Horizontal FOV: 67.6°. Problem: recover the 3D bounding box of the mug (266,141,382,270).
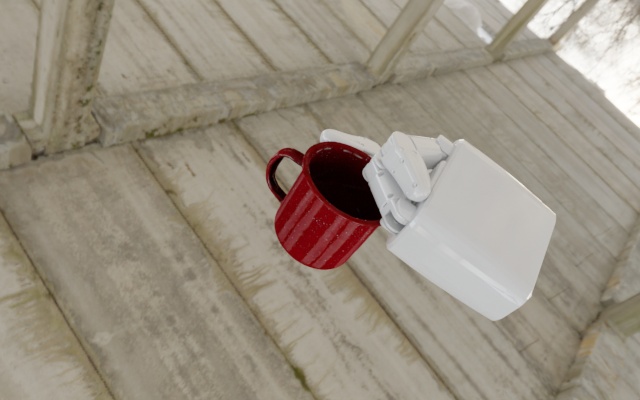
[{"bbox_3d":[-0.001,0.001,0.426,0.117,0.081,0.093,36,40,0],"label":"mug"}]
